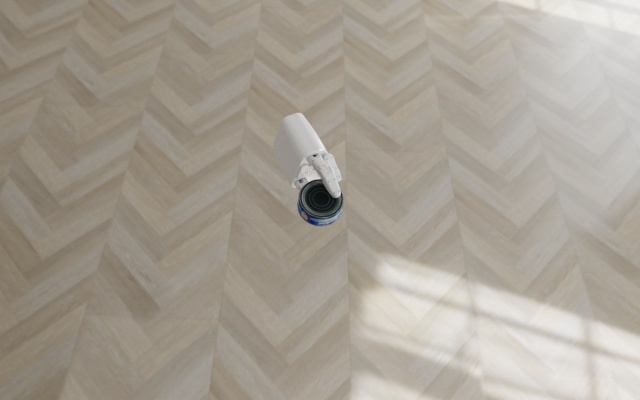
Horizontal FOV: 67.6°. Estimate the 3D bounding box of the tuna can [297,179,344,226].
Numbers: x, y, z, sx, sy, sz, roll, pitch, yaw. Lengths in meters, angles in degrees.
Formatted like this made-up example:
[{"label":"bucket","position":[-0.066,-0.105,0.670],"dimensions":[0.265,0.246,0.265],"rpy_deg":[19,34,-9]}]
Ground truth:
[{"label":"tuna can","position":[0.000,0.003,0.892],"dimensions":[0.086,0.086,0.034],"rpy_deg":[0,-28,-7]}]
